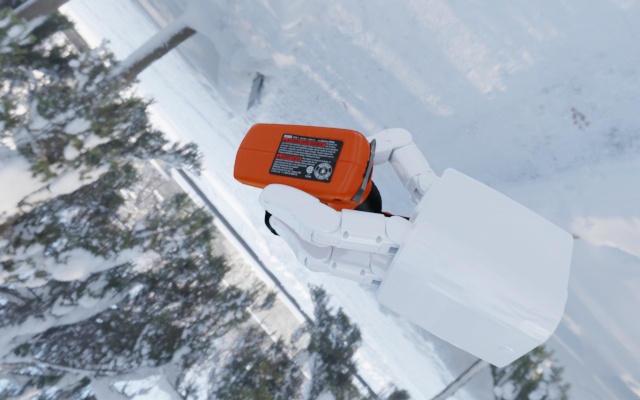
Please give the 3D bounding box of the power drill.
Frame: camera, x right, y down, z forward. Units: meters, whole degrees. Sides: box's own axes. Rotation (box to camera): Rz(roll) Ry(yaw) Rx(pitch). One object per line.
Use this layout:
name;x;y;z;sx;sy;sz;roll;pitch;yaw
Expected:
power drill;0.000;0.001;0.431;0.184;0.057;0.188;7;-19;25
